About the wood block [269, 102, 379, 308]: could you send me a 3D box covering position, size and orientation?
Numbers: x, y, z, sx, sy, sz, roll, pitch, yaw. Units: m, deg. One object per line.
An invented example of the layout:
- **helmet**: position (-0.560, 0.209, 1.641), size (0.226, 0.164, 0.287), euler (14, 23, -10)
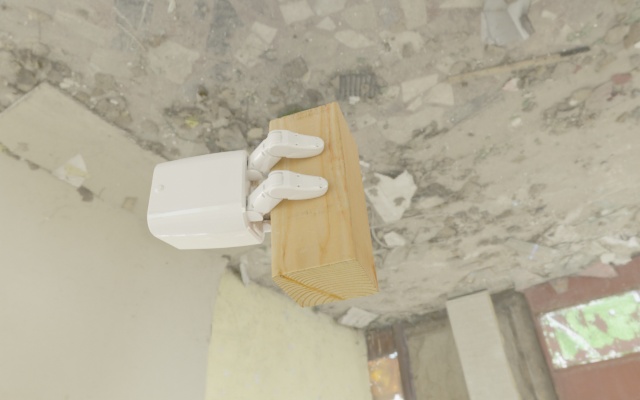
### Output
- **wood block**: position (0.000, 0.002, 0.540), size (0.090, 0.206, 0.091), euler (-14, -35, 13)
